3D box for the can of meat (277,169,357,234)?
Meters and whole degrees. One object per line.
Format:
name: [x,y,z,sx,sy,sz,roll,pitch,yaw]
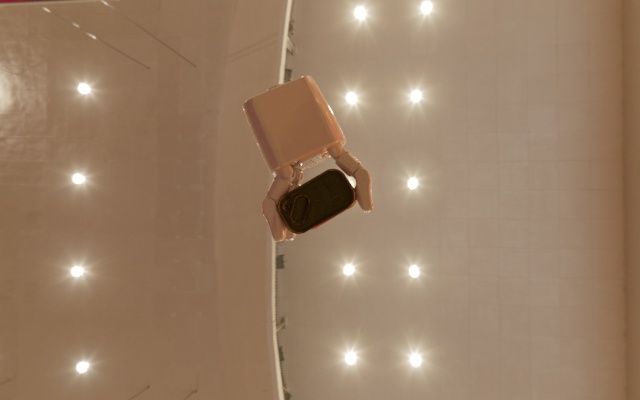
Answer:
can of meat: [0.000,0.002,0.665,0.102,0.057,0.084,-30,-6,7]
